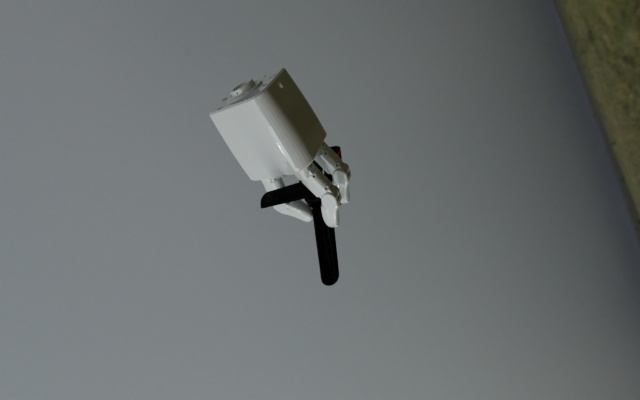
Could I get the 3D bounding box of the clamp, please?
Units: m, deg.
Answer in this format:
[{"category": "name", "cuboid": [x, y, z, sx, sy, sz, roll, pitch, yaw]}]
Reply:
[{"category": "clamp", "cuboid": [-0.001, 0.002, 0.667, 0.036, 0.165, 0.209, -15, 30, 29]}]
